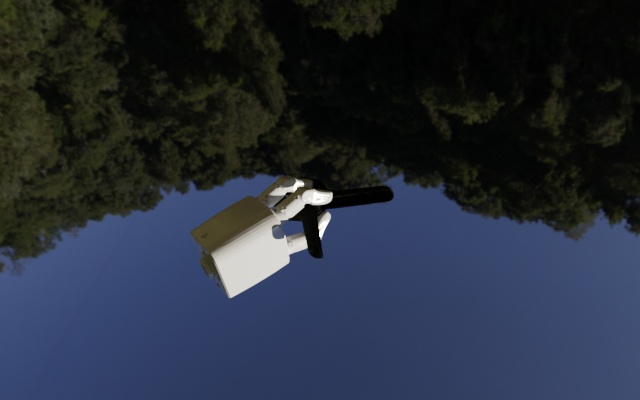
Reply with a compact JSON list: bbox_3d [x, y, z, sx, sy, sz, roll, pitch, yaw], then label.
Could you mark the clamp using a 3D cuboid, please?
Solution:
[{"bbox_3d":[0.000,0.003,0.751,0.164,0.036,0.210,-32,34,-22],"label":"clamp"}]
